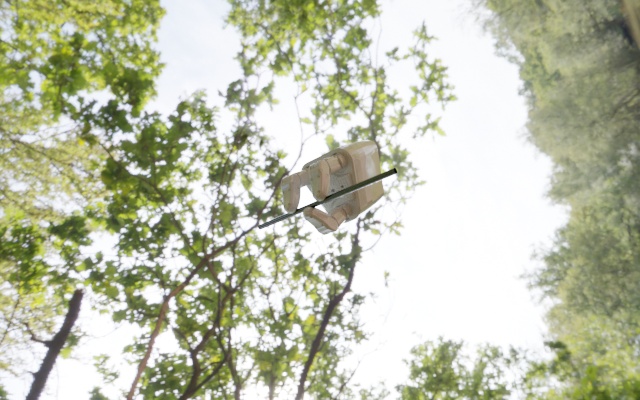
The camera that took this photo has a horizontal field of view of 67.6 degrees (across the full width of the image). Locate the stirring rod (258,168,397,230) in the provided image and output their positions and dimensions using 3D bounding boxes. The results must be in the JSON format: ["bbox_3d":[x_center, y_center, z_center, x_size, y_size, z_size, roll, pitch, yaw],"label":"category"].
[{"bbox_3d":[0.000,0.002,0.650,0.239,0.011,0.011,-23,-13,34],"label":"stirring rod"}]
